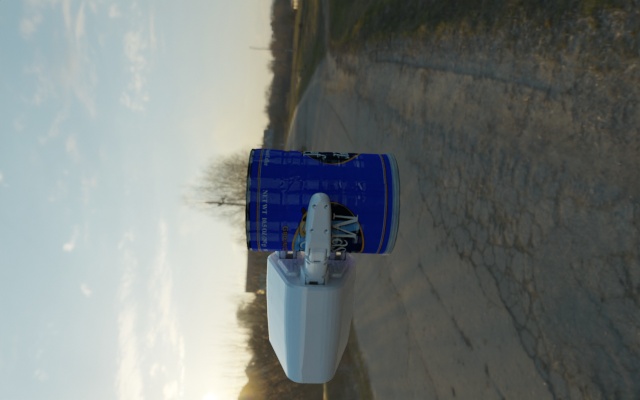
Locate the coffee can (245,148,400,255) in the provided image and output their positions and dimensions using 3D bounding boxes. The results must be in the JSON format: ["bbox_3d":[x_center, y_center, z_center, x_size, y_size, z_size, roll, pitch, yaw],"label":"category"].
[{"bbox_3d":[0.000,0.001,0.479,0.140,0.103,0.103,2,0,-3],"label":"coffee can"}]
